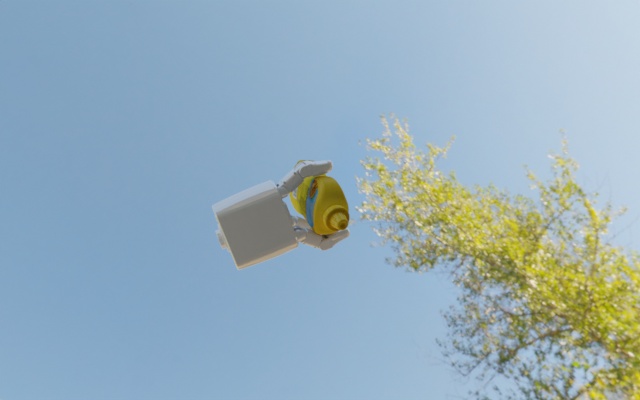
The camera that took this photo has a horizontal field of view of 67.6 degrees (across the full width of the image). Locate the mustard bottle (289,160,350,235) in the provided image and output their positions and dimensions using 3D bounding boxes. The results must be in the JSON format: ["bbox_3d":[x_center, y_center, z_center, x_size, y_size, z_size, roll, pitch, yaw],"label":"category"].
[{"bbox_3d":[0.000,0.002,0.798,0.058,0.096,0.191,1,21,-22],"label":"mustard bottle"}]
